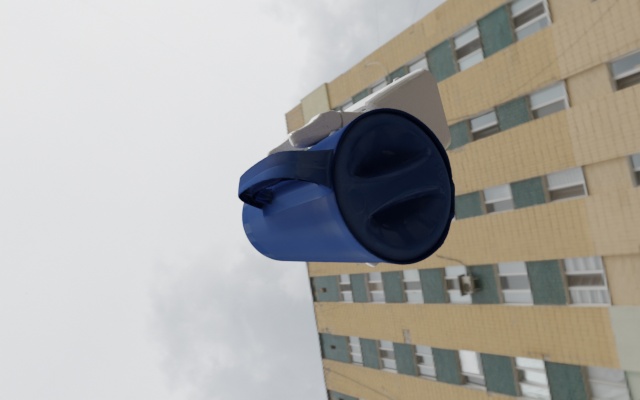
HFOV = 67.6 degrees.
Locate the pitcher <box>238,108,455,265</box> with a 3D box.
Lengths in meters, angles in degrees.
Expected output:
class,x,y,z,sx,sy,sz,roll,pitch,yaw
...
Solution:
class,x,y,z,sx,sy,sz,roll,pitch,yaw
pitcher,0.000,0.002,0.492,0.145,0.149,0.243,-42,13,-30
